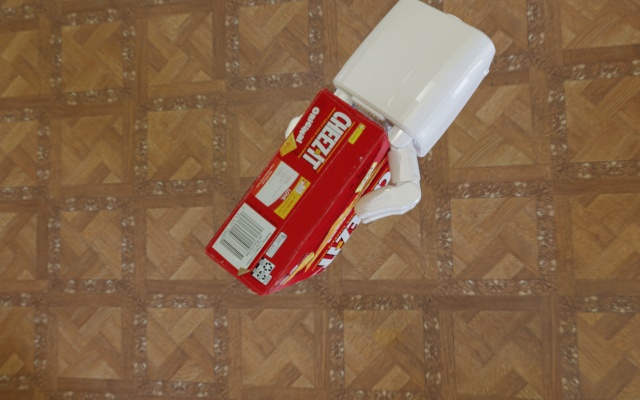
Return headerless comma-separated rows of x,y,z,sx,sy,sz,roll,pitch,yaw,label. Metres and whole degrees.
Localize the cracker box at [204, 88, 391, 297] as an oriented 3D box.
0.000,0.001,0.470,0.072,0.164,0.214,37,4,12,cracker box
